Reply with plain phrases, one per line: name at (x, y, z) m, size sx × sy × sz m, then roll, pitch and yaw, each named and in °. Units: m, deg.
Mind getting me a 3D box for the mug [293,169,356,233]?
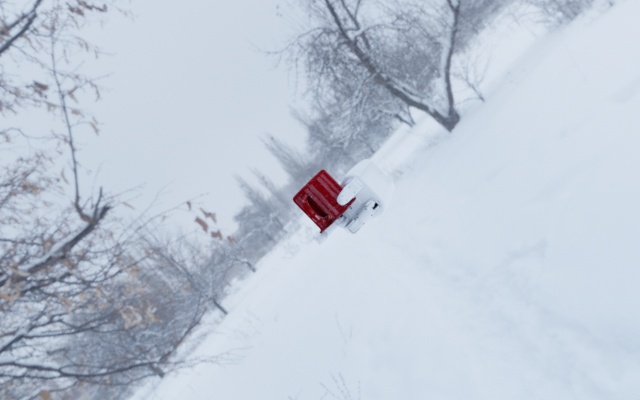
mug at (-0.001, 0.003, 0.852) m, size 0.093 × 0.081 × 0.117 m, roll -44°, pitch 1°, yaw 30°
